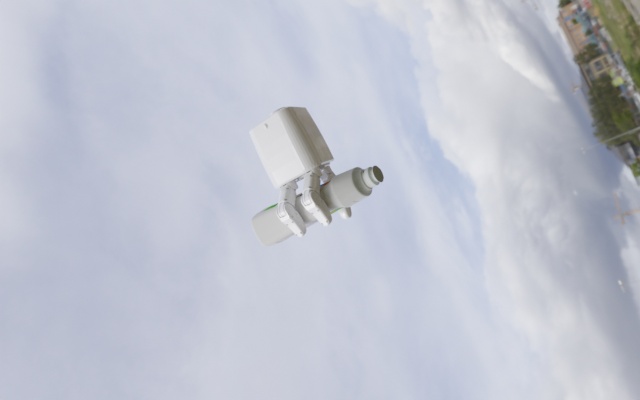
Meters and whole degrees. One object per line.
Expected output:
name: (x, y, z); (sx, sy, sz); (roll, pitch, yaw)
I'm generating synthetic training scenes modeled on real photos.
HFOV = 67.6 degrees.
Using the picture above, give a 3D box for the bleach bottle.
bleach bottle: (0.000, 0.003, 0.798); (0.251, 0.068, 0.102); (-26, 0, 36)
